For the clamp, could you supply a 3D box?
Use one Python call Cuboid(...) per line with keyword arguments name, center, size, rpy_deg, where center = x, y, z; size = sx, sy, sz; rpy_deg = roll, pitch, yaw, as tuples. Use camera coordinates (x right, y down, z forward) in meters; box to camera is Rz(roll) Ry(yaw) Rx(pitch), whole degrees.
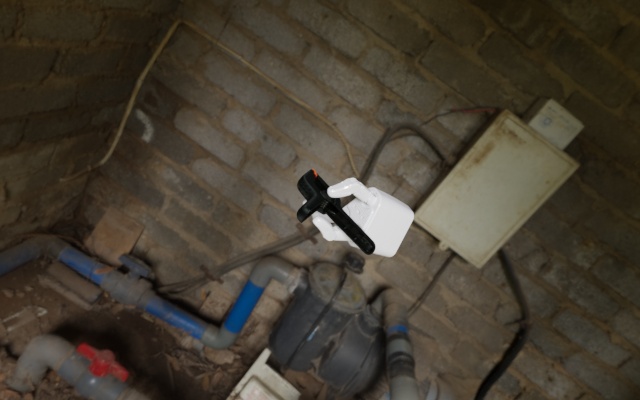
Cuboid(name="clamp", center=(0.001, 0.002, 0.848), size=(0.164, 0.036, 0.209), rpy_deg=(26, 22, -38))
